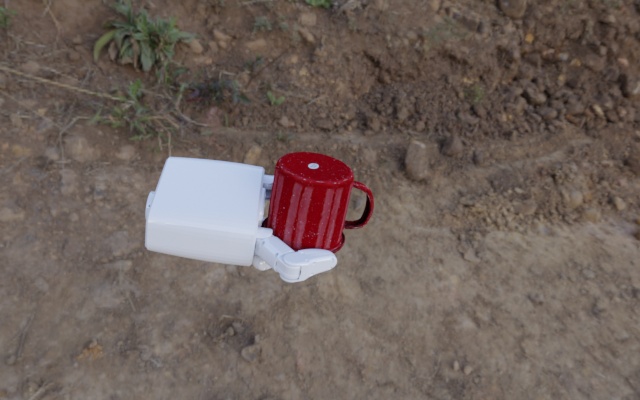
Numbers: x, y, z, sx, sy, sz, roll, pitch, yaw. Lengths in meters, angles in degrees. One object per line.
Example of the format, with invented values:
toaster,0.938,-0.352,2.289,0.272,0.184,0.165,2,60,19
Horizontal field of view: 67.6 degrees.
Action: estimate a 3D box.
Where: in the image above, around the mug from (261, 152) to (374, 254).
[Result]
mug,0.002,0.002,0.505,0.117,0.081,0.093,7,26,-9
